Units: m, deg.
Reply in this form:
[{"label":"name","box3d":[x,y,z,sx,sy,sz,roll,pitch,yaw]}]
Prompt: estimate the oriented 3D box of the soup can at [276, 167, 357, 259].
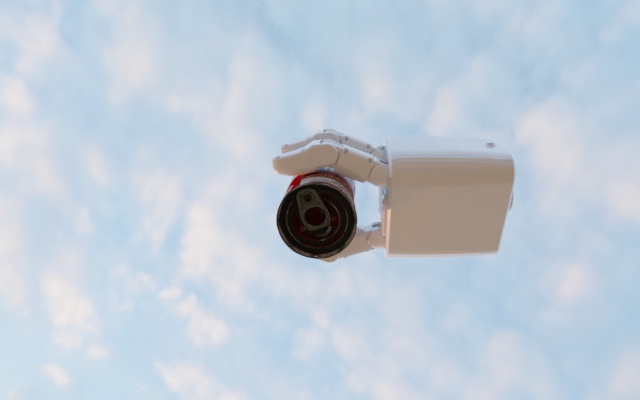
[{"label":"soup can","box3d":[0.000,0.001,0.443,0.068,0.068,0.102,0,19,4]}]
